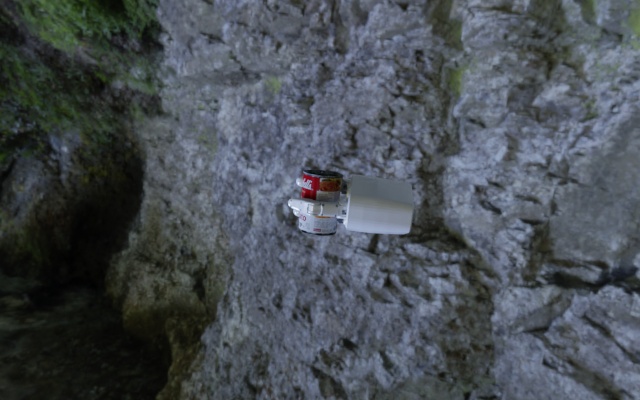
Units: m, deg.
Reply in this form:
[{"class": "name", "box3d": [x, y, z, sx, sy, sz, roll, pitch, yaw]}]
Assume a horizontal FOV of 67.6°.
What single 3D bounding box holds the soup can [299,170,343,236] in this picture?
[{"class": "soup can", "box3d": [0.000, 0.003, 0.816, 0.068, 0.102, 0.068, 5, 12, -1]}]
